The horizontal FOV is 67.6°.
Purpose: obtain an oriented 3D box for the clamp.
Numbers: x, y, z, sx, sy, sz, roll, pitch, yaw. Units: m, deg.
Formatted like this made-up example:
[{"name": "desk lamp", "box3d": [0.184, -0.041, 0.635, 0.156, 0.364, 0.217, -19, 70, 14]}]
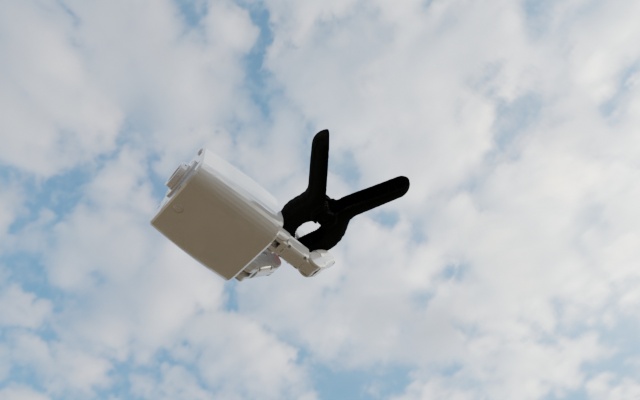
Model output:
[{"name": "clamp", "box3d": [0.000, 0.002, 0.529, 0.120, 0.171, 0.039, 39, 23, -20]}]
